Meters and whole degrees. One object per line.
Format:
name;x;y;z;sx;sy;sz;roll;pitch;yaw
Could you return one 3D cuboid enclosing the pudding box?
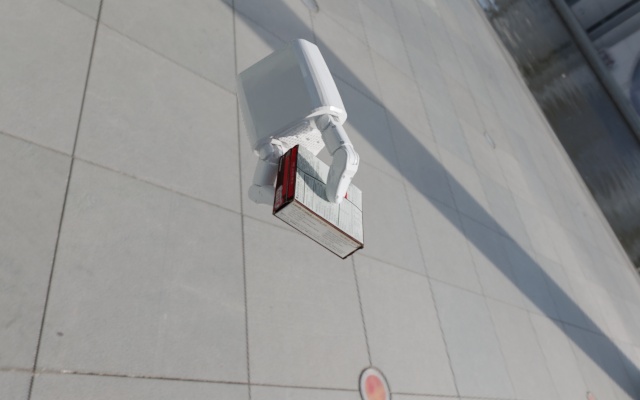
pudding box;0.000;0.002;0.543;0.113;0.090;0.039;34;-51;-29
